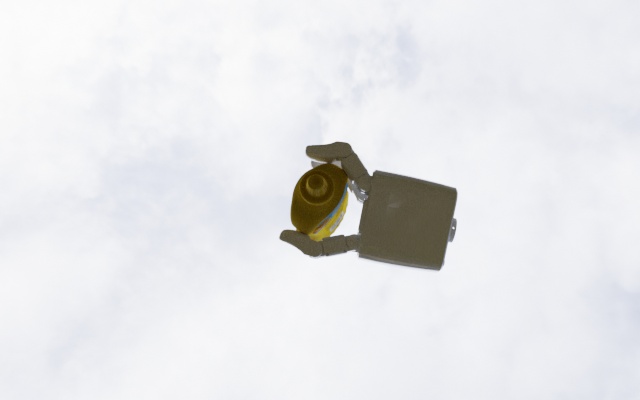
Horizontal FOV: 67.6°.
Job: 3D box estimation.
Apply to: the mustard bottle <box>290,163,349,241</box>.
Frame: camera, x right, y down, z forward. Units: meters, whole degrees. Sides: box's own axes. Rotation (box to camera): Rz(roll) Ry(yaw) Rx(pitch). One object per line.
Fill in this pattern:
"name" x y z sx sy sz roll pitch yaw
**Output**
"mustard bottle" 0.000 0.002 0.626 0.058 0.096 0.192 35 -9 10
